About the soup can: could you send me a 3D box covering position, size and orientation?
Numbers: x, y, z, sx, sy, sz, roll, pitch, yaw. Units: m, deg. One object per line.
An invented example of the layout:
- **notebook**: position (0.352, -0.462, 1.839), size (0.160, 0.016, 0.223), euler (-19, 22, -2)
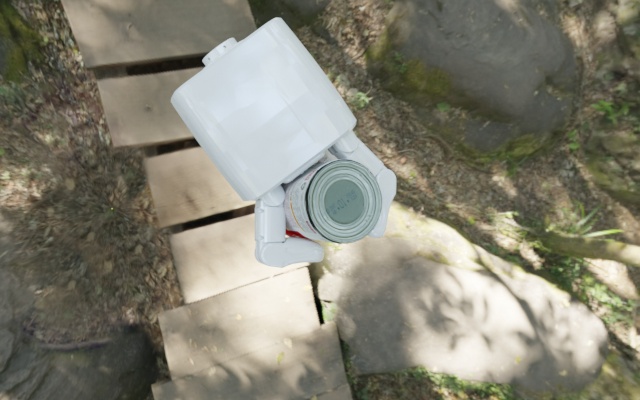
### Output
- **soup can**: position (0.000, 0.002, 0.414), size (0.068, 0.068, 0.102), euler (0, -1, -24)
